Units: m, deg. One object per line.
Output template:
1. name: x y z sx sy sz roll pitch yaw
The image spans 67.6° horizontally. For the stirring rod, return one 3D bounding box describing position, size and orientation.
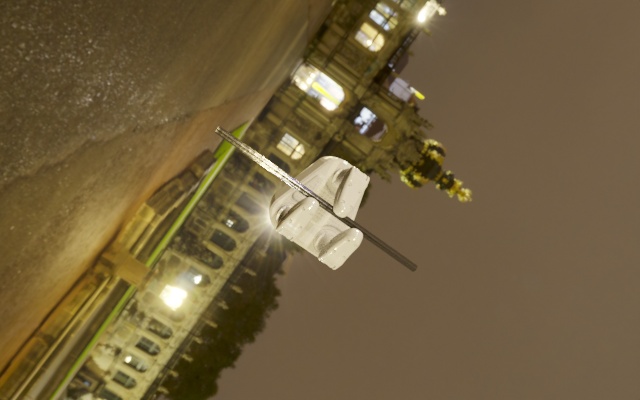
1. stirring rod: 0.000 0.001 0.468 0.239 0.011 0.011 35 -7 -10
